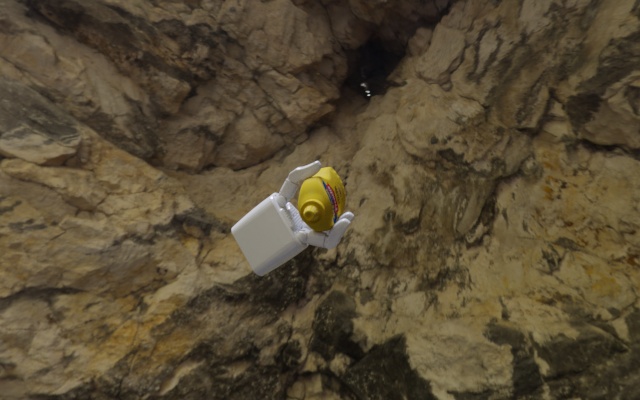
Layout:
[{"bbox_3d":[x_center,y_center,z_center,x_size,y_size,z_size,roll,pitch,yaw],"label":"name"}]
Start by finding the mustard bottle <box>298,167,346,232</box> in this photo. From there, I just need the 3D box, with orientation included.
[{"bbox_3d":[0.000,0.003,0.842,0.058,0.096,0.191,-11,11,14],"label":"mustard bottle"}]
